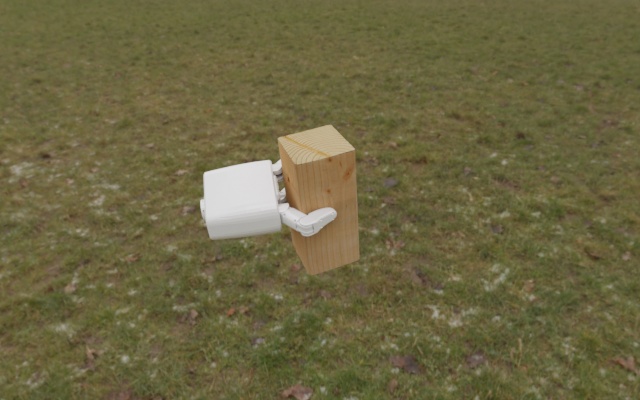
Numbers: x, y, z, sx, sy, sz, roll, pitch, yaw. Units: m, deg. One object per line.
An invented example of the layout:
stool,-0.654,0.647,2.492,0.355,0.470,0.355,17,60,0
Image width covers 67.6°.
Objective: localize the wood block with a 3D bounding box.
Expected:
wood block,0.000,0.003,0.741,0.090,0.206,0.090,-16,37,-14
